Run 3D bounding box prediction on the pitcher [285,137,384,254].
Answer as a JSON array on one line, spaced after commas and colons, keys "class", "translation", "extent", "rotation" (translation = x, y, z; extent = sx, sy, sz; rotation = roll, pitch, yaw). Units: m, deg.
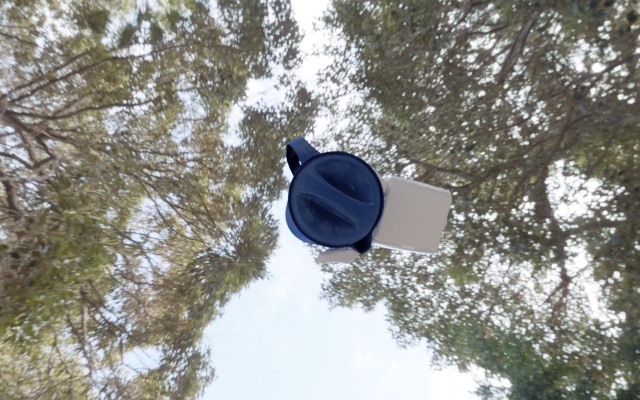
[{"class": "pitcher", "translation": [0.000, 0.003, 0.754], "extent": [0.145, 0.149, 0.243], "rotation": [12, -9, -7]}]
